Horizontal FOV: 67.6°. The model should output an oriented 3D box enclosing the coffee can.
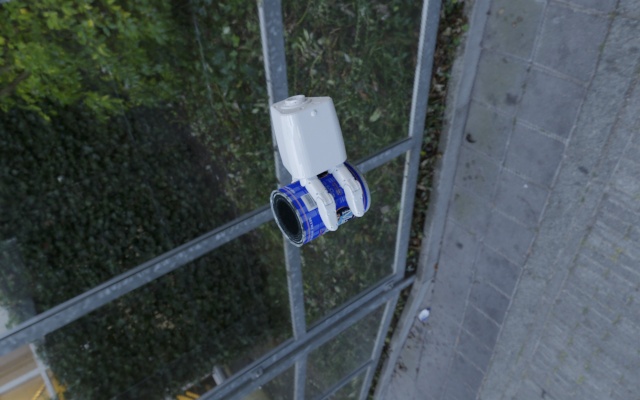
[{"bbox_3d":[0.000,0.003,0.819,0.140,0.103,0.103,-26,12,-26],"label":"coffee can"}]
